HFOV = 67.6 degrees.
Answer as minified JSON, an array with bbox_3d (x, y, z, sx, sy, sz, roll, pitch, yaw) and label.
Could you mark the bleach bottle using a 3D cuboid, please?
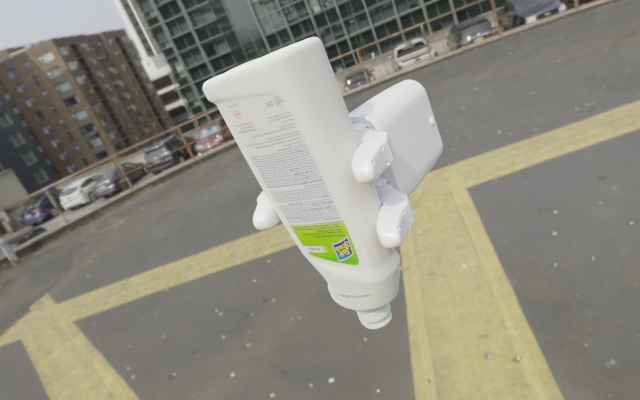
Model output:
[{"bbox_3d":[0.000,0.001,0.404,0.102,0.251,0.068,-4,27,42],"label":"bleach bottle"}]
